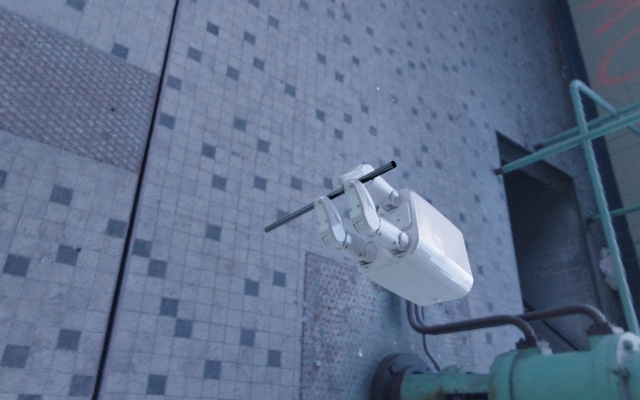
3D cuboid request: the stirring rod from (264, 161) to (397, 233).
[{"bbox_3d":[0.000,0.002,0.568,0.011,0.011,0.239,0,-19,-40],"label":"stirring rod"}]
